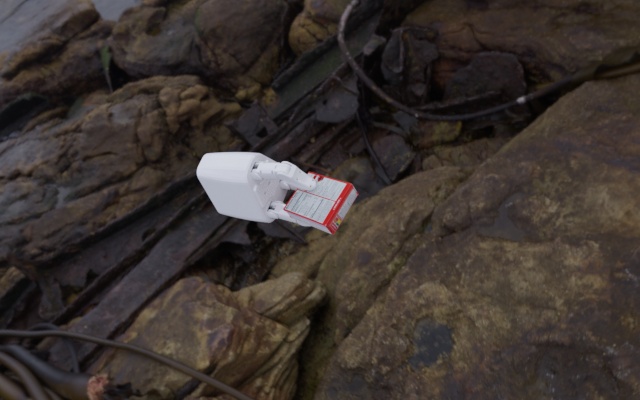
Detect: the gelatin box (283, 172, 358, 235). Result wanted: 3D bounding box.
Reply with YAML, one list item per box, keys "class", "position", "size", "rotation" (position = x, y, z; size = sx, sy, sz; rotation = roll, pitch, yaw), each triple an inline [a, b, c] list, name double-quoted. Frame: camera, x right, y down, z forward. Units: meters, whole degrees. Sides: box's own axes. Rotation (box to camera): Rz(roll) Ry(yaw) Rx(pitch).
- class: "gelatin box"
  position: [0.000, 0.002, 0.698]
  size: [0.089, 0.073, 0.030]
  rotation: [18, -22, 39]
